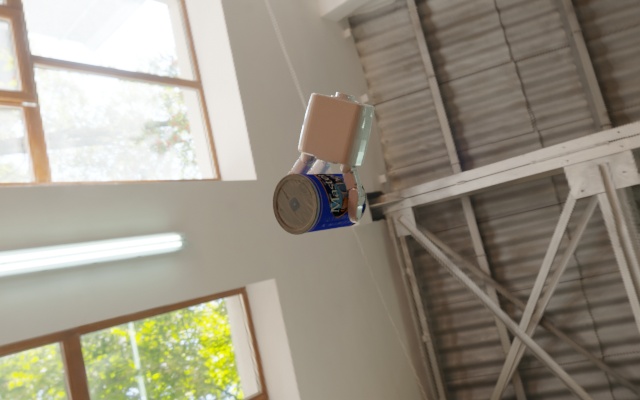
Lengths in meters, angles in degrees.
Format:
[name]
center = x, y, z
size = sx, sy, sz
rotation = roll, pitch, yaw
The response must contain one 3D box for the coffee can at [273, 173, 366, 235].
[coffee can]
center = 0.000, 0.003, 0.850
size = 0.103, 0.103, 0.140
rotation = 0, 3, 40
